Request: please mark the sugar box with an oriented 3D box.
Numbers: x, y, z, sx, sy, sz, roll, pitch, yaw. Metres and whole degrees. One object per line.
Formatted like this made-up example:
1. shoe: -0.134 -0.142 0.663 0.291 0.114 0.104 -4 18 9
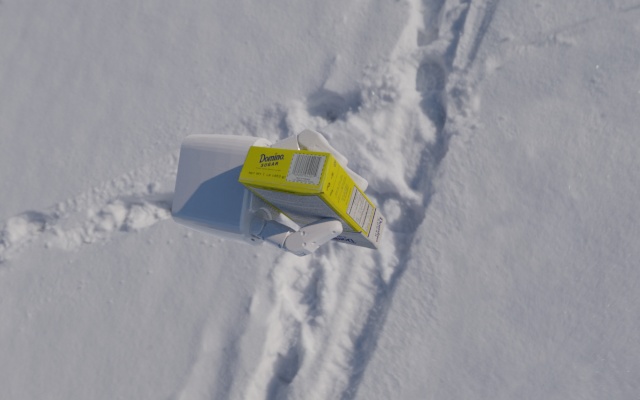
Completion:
1. sugar box: 0.000 0.001 0.512 0.093 0.048 0.176 9 -15 27
